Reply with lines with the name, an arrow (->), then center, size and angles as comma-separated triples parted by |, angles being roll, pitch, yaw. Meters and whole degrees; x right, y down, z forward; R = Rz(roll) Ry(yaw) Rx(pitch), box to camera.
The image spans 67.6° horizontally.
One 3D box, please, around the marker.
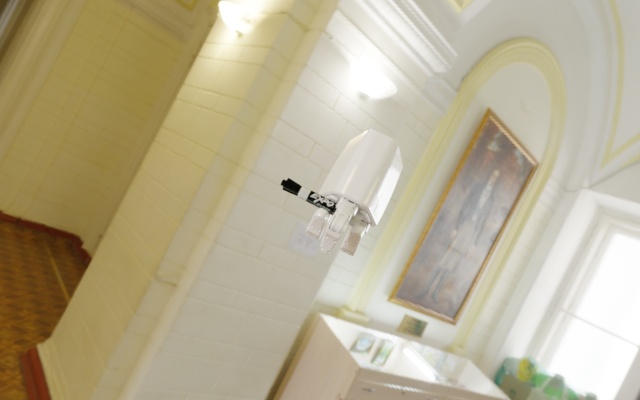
marker -> 0.000, 0.002, 0.657 | 0.121, 0.020, 0.020 | 28, 2, 3
